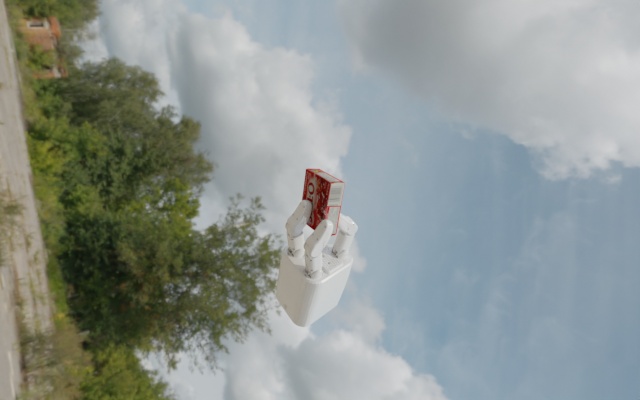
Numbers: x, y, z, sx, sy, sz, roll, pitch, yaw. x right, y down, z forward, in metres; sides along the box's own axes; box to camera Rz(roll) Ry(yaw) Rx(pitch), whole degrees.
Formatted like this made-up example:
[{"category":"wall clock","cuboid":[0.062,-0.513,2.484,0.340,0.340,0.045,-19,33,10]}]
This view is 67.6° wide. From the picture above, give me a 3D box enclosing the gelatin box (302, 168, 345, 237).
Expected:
[{"category":"gelatin box","cuboid":[0.001,0.002,0.743,0.030,0.089,0.073,-3,22,-33]}]
